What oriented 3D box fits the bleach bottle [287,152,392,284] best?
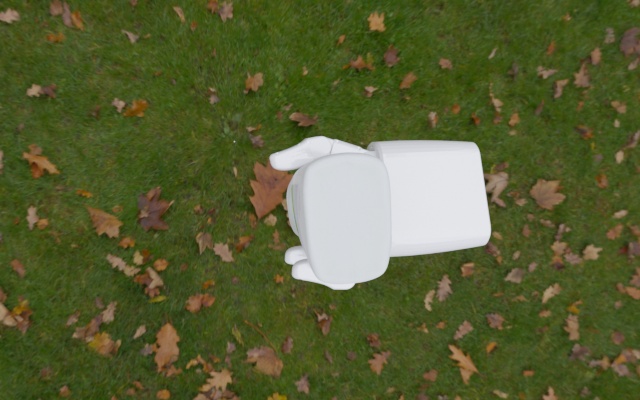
[{"bbox_3d":[0.000,0.002,0.471,0.068,0.102,0.251,-5,8,-9],"label":"bleach bottle"}]
